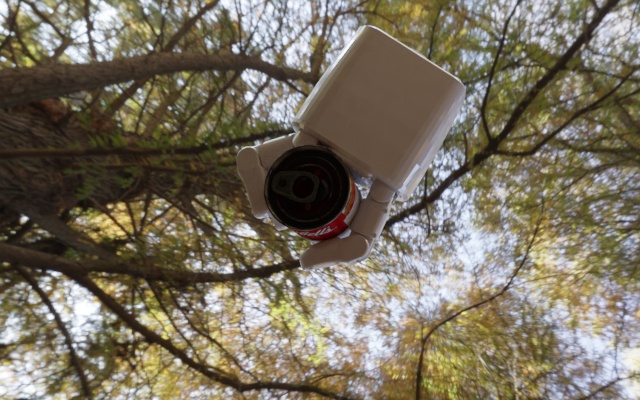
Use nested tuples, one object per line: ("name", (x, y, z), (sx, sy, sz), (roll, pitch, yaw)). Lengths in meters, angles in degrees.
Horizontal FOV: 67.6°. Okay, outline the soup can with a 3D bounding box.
("soup can", (0.000, 0.002, 0.408), (0.068, 0.068, 0.102), (0, -14, 13))
